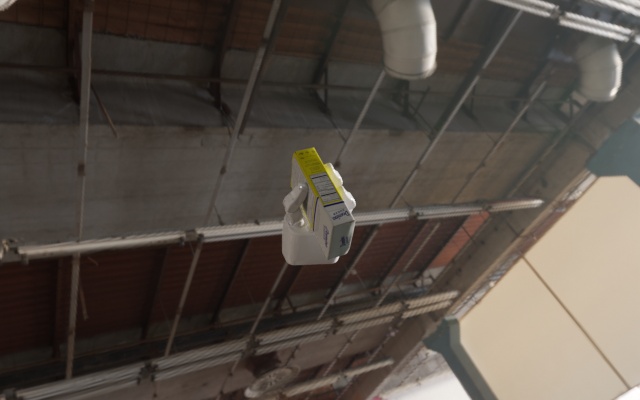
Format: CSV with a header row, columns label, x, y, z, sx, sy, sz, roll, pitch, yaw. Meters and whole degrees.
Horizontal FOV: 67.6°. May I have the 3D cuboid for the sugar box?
label,x,y,z,sx,sy,sz,roll,pitch,yaw
sugar box,0.001,0.003,0.811,0.048,0.176,0.093,-16,-37,-19
